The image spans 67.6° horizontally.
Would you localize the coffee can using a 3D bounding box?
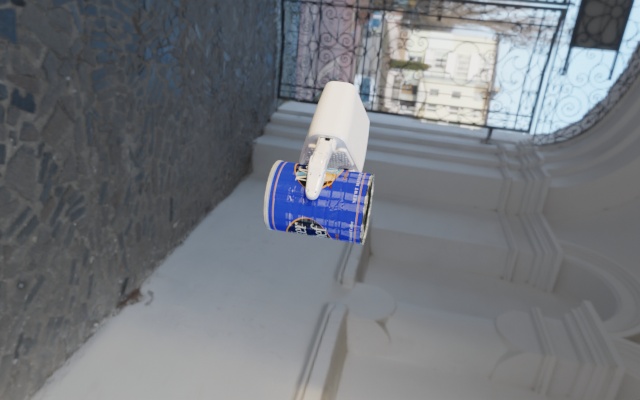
[{"bbox_3d":[0.000,0.002,0.686,0.140,0.103,0.103,9,1,9],"label":"coffee can"}]
